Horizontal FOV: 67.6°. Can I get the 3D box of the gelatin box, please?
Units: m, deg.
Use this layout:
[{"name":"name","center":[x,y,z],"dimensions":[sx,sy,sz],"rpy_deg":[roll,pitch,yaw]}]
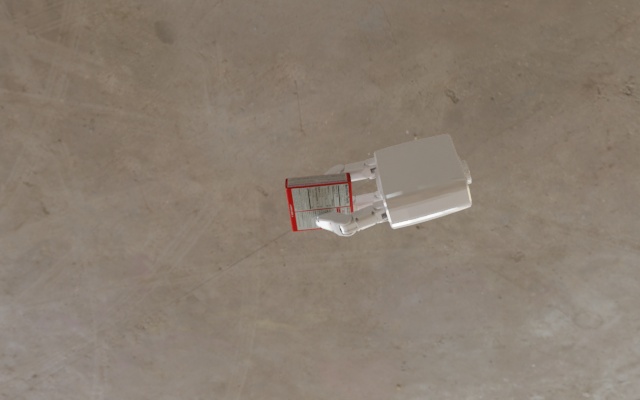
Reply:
[{"name":"gelatin box","center":[0.000,0.002,0.656],"dimensions":[0.089,0.073,0.030],"rpy_deg":[-6,34,1]}]
